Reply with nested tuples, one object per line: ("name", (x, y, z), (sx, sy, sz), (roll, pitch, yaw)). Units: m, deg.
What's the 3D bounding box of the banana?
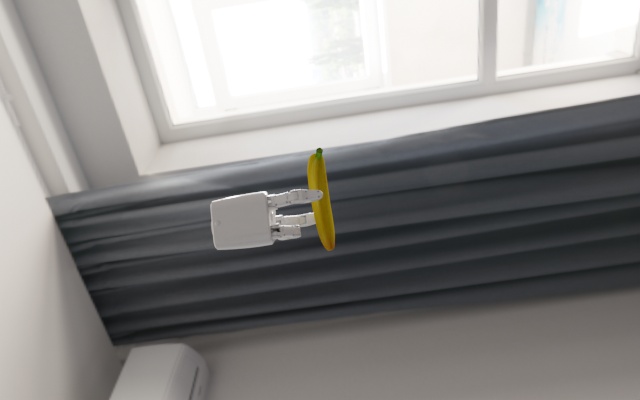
("banana", (-0.001, -0.005, 0.911), (0.037, 0.198, 0.069), (-8, 14, 1))
